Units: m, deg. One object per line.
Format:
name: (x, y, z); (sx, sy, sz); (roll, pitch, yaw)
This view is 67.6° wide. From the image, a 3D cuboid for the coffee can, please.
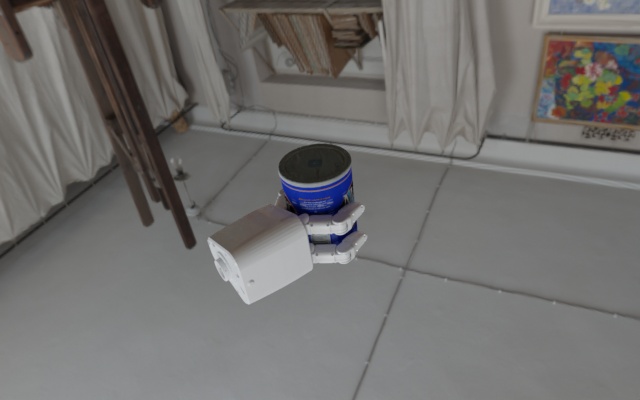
coffee can: (0.000, 0.002, 0.701); (0.103, 0.140, 0.102); (-6, 37, 4)
